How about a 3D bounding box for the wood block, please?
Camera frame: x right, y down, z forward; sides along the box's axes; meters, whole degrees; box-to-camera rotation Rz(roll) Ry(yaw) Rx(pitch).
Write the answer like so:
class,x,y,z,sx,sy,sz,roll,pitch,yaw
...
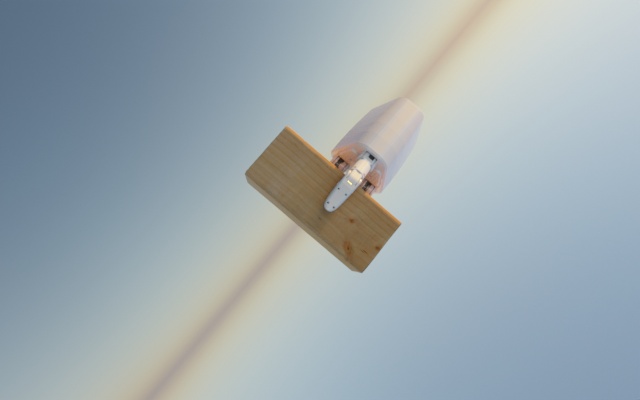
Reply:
class,x,y,z,sx,sy,sz,roll,pitch,yaw
wood block,0.000,0.002,0.681,0.206,0.090,0.091,40,-9,0
